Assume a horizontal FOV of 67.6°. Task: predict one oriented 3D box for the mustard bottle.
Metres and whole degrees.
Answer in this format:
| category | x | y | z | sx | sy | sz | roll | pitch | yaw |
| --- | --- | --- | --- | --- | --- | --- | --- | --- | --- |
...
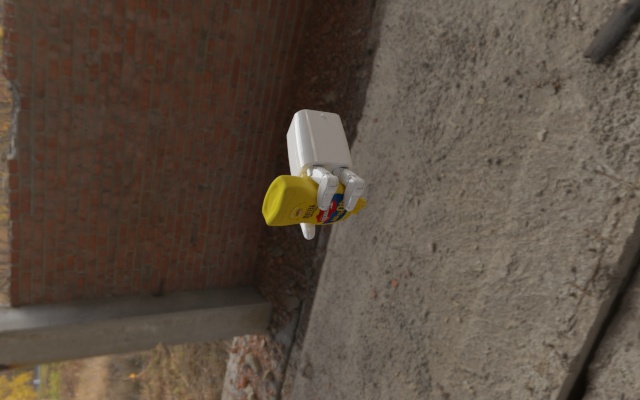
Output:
| category | x | y | z | sx | sy | sz | roll | pitch | yaw |
| --- | --- | --- | --- | --- | --- | --- | --- | --- | --- |
| mustard bottle | 0.000 | 0.003 | 0.843 | 0.191 | 0.096 | 0.058 | 1 | 44 | -33 |
